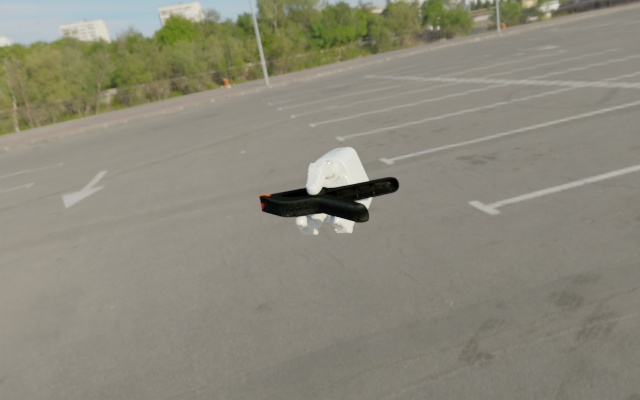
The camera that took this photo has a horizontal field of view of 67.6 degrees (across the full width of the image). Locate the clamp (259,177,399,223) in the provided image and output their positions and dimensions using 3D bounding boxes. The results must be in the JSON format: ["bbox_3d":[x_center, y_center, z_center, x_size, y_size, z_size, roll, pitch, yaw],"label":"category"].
[{"bbox_3d":[0.000,0.001,0.696,0.210,0.036,0.164,-5,13,18],"label":"clamp"}]
